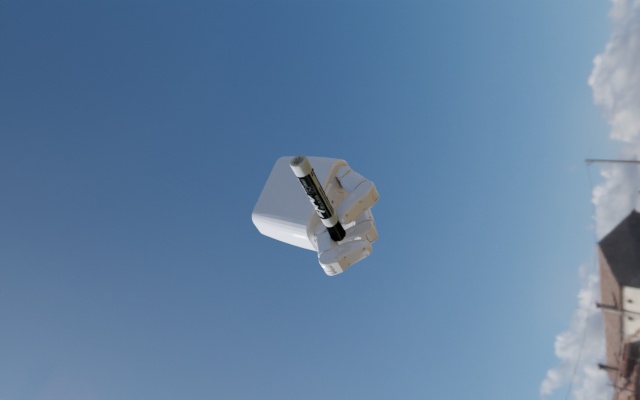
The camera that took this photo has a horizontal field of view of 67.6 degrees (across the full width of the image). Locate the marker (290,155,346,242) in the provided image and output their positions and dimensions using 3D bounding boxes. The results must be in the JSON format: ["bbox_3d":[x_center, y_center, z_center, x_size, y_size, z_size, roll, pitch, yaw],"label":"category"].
[{"bbox_3d":[0.000,0.002,0.520,0.020,0.121,0.020,-17,38,14],"label":"marker"}]
